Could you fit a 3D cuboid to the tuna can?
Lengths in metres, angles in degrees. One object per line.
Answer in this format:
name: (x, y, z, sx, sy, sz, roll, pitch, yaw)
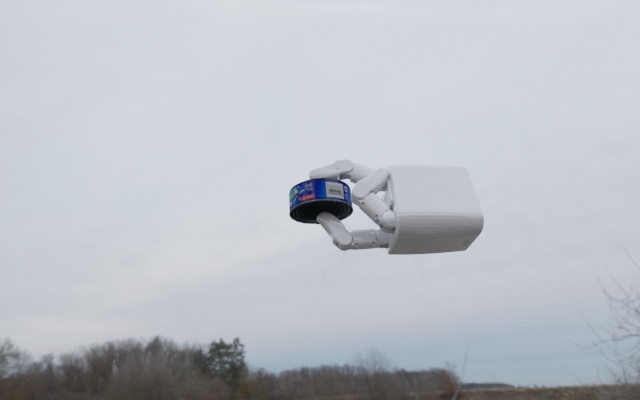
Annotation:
tuna can: (0.000, 0.002, 0.643, 0.086, 0.033, 0.086, -4, -23, -2)
